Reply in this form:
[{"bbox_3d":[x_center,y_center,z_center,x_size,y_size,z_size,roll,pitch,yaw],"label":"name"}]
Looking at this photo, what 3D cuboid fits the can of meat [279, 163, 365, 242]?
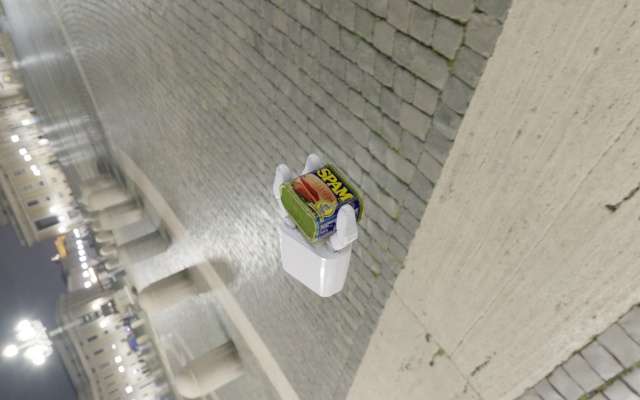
[{"bbox_3d":[0.000,0.002,0.690,0.084,0.057,0.102,-24,54,-25],"label":"can of meat"}]
